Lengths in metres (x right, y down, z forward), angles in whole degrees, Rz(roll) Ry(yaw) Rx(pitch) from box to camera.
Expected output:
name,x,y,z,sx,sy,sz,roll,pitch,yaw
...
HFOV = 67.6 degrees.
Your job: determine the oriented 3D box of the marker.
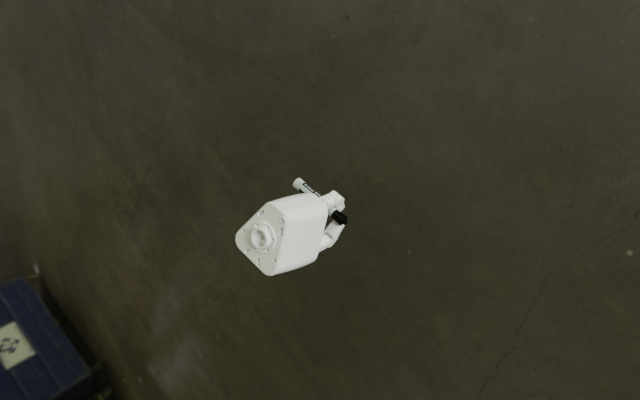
name,x,y,z,sx,sy,sz,roll,pitch,yaw
marker,0.000,0.003,0.821,0.121,0.020,0.020,40,18,23
